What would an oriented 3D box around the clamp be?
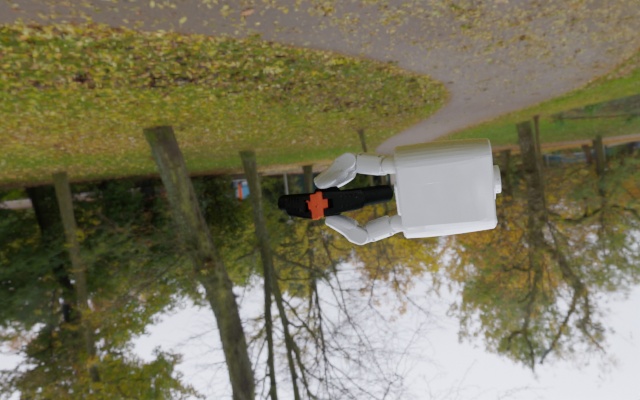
[{"bbox_3d":[0.000,0.003,0.599,0.164,0.036,0.210,-6,2,14],"label":"clamp"}]
